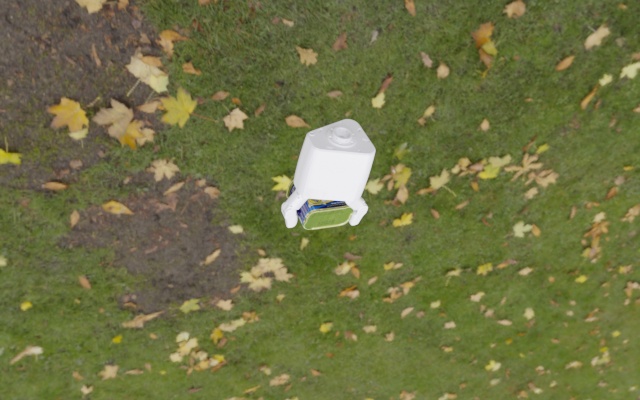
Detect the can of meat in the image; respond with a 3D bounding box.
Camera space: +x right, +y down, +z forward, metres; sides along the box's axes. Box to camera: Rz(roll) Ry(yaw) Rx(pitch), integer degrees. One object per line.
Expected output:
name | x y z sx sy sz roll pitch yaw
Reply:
can of meat | 0.000 0.003 0.871 0.102 0.084 0.057 -7 -41 -26
